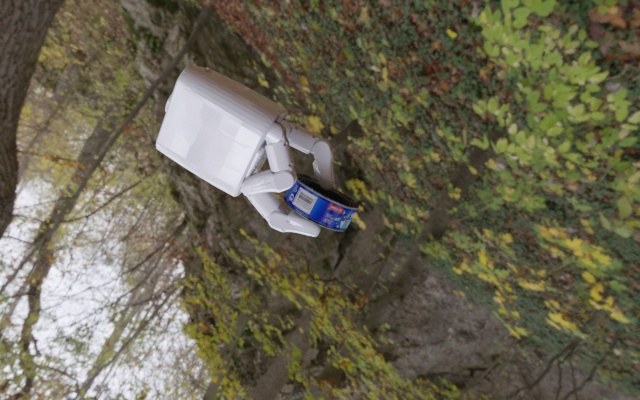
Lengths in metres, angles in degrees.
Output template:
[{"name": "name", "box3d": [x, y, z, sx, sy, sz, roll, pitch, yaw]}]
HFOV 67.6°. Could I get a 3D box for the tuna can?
[{"name": "tuna can", "box3d": [0.000, 0.002, 0.568, 0.086, 0.034, 0.086, 26, 11, -5]}]
